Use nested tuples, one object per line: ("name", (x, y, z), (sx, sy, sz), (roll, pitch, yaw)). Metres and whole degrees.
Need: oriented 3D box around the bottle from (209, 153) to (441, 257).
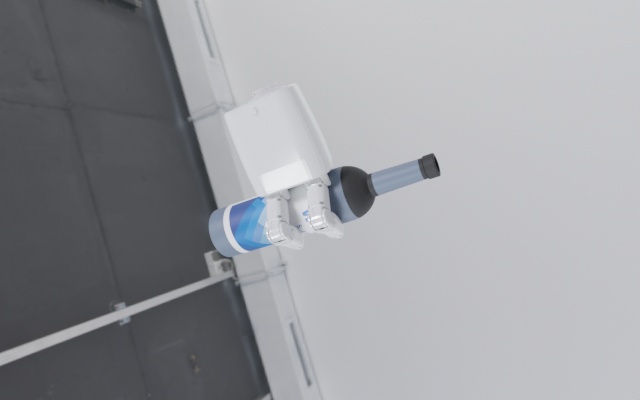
("bottle", (0.000, 0.002, 0.587), (0.296, 0.069, 0.069), (-18, -7, 22))
